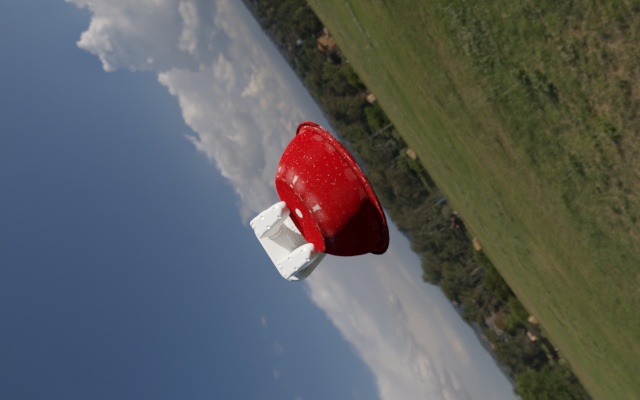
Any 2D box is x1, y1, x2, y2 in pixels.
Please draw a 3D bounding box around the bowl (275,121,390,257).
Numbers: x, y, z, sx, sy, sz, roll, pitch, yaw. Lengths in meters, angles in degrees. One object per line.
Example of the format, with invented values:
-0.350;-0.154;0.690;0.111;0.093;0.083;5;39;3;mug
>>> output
0.000;0.001;0.496;0.055;0.162;0.162;-32;10;-16;bowl
